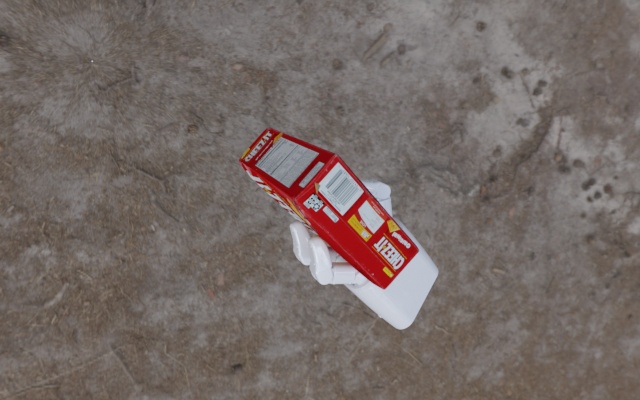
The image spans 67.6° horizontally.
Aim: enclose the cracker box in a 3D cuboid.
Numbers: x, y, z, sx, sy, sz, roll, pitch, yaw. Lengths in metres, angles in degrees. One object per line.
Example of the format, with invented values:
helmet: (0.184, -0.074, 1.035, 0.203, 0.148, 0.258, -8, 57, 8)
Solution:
cracker box: (0.000, 0.002, 0.591, 0.164, 0.072, 0.213, 46, -7, -29)
